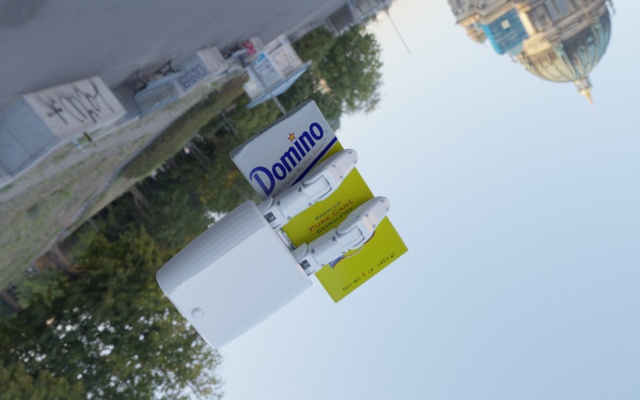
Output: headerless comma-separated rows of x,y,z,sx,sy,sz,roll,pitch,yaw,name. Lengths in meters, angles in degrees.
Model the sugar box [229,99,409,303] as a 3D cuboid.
0.000,0.002,0.463,0.093,0.176,0.048,-36,17,-5,sugar box
